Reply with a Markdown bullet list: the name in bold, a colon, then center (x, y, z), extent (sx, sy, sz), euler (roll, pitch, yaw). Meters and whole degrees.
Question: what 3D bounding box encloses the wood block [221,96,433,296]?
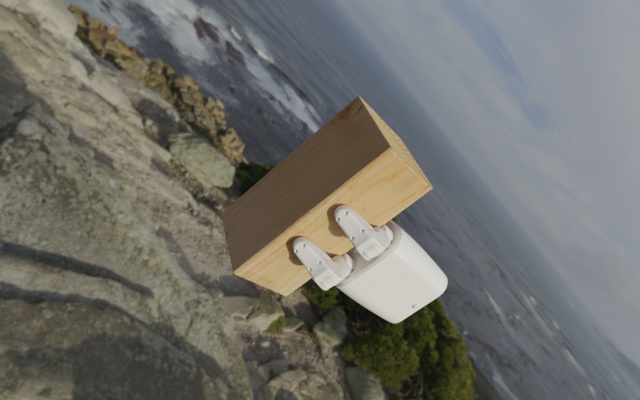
- **wood block**: center (0.000, 0.002, 0.517), extent (0.206, 0.090, 0.090), euler (-39, -44, 17)
